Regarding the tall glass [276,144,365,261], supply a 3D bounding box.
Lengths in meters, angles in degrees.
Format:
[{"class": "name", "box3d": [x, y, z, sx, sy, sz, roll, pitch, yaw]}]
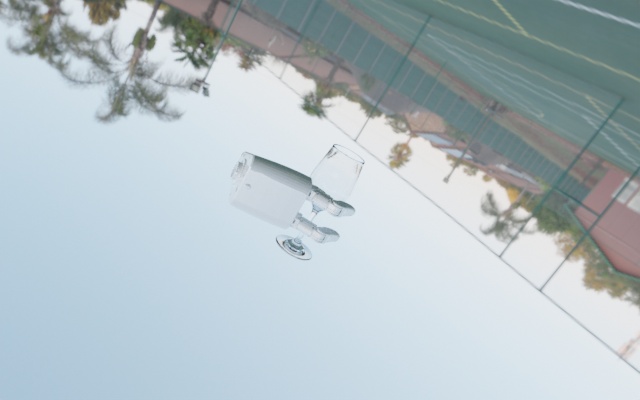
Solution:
[{"class": "tall glass", "box3d": [0.000, 0.003, 0.830, 0.079, 0.201, 0.079, 28, 17, -9]}]
